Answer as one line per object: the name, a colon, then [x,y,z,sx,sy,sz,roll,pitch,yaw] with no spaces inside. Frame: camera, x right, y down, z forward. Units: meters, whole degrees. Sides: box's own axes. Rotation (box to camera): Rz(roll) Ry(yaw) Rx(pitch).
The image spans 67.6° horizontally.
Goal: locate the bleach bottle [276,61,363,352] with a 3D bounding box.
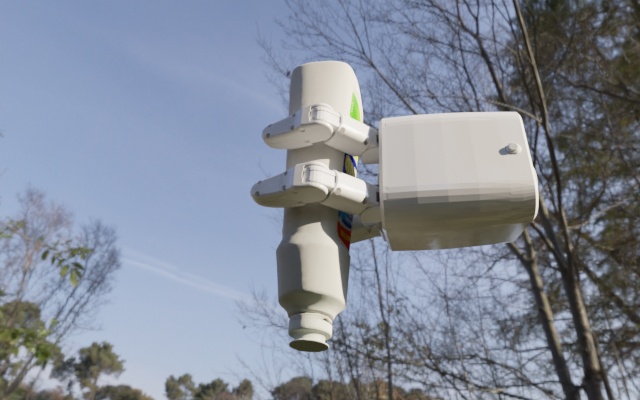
bleach bottle: [0.000,0.001,0.406,0.068,0.250,0.103,-3,-33,9]
